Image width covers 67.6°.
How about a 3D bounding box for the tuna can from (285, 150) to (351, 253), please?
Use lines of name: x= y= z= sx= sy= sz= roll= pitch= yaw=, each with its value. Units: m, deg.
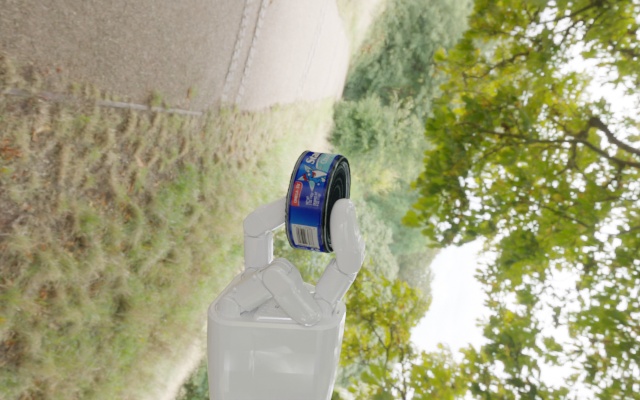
tuna can: x=0.001 y=0.001 z=0.408 sx=0.034 sy=0.086 sz=0.086 roll=8 pitch=2 yaw=15
